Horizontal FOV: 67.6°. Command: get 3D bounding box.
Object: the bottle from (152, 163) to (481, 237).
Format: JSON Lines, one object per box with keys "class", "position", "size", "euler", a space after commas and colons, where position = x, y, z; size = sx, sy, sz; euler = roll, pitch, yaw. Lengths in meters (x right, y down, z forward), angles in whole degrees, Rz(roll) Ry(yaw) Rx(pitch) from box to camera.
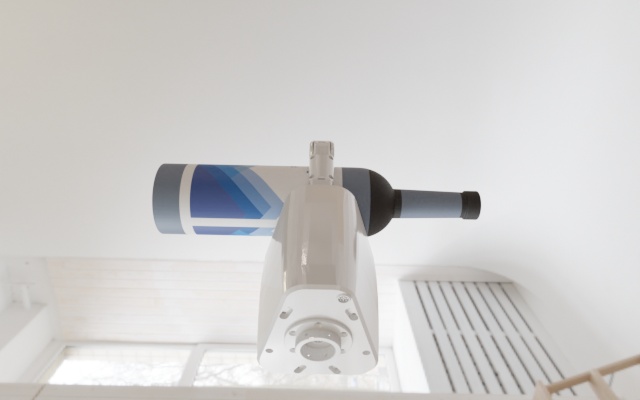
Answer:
{"class": "bottle", "position": [0.000, 0.001, 0.449], "size": [0.296, 0.069, 0.069], "euler": [1, 0, 0]}
